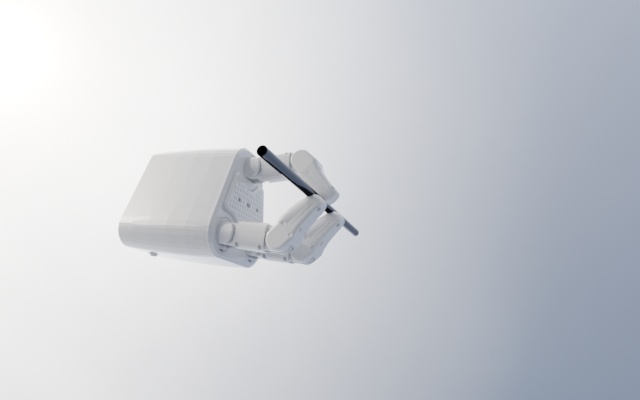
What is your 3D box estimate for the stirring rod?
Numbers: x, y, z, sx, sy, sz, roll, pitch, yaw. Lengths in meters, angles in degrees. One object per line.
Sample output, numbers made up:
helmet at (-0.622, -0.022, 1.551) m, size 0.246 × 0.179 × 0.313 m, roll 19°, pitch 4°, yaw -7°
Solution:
stirring rod at (0.000, 0.001, 0.427) m, size 0.011 × 0.011 × 0.240 m, roll 0°, pitch -17°, yaw 20°
